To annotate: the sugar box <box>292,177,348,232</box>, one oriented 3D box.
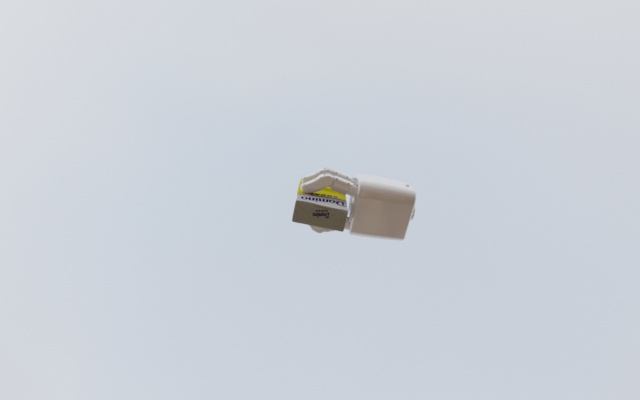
[{"bbox_3d":[0.000,0.002,0.885,0.093,0.048,0.176,12,13,-3],"label":"sugar box"}]
